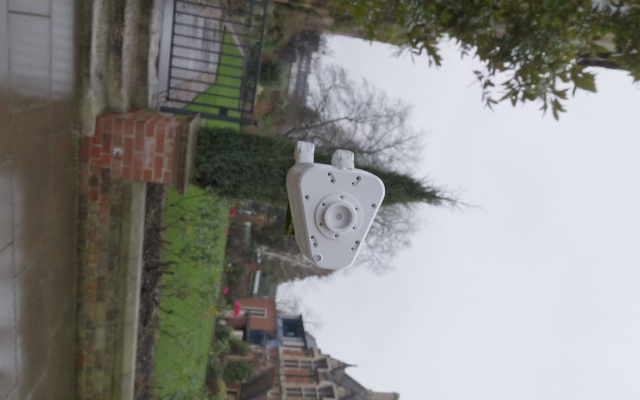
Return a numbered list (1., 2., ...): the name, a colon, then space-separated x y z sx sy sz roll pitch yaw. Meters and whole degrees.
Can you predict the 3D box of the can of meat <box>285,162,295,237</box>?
1. can of meat: 0.000 0.002 0.649 0.084 0.102 0.057 7 1 -9
